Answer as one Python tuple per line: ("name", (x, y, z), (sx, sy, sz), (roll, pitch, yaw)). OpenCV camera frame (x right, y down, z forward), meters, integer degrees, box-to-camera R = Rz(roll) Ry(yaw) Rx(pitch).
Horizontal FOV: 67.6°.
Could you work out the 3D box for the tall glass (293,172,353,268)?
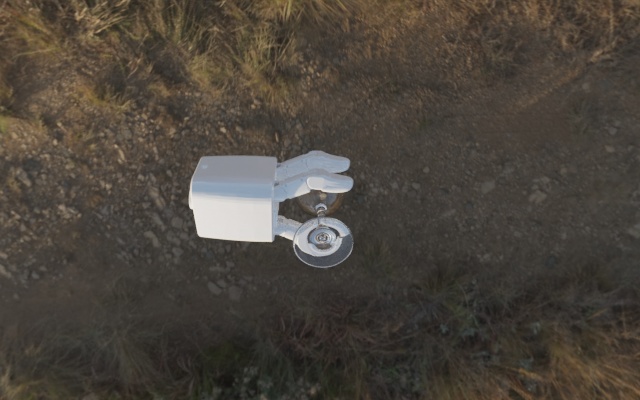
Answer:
("tall glass", (0.000, 0.003, 0.665), (0.079, 0.079, 0.201), (0, 30, -2))
